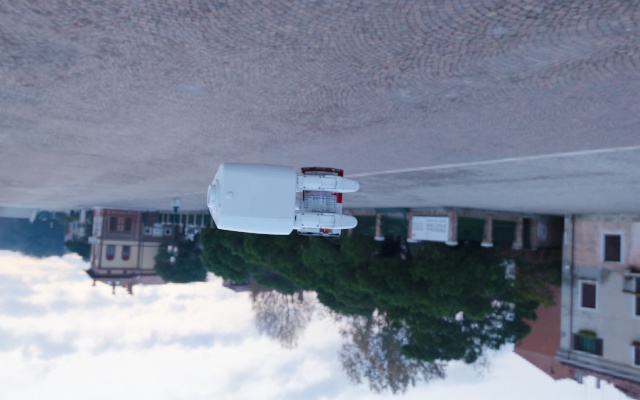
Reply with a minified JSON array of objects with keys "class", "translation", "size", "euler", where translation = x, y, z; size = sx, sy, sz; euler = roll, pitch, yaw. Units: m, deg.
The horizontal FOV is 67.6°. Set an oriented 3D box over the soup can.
[{"class":"soup can","translation":[0.001,0.003,0.737],"size":[0.068,0.102,0.068],"euler":[3,-3,0]}]
